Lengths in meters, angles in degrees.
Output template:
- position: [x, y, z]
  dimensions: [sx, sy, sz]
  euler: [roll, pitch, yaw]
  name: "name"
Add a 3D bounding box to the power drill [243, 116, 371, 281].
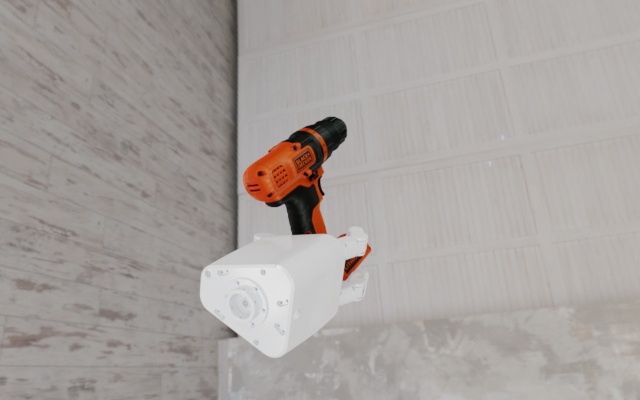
- position: [0.000, 0.003, 0.603]
  dimensions: [0.057, 0.188, 0.184]
  euler: [-6, 24, 43]
  name: "power drill"
